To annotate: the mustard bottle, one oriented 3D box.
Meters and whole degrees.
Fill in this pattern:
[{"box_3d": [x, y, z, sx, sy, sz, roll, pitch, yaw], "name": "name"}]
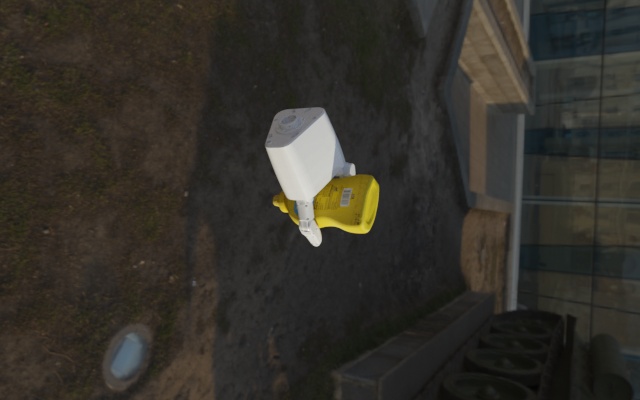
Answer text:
[{"box_3d": [0.000, 0.003, 0.823, 0.191, 0.096, 0.058, 2, -22, 29], "name": "mustard bottle"}]
